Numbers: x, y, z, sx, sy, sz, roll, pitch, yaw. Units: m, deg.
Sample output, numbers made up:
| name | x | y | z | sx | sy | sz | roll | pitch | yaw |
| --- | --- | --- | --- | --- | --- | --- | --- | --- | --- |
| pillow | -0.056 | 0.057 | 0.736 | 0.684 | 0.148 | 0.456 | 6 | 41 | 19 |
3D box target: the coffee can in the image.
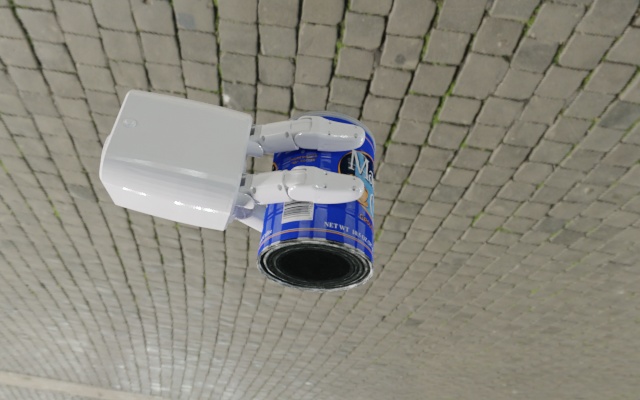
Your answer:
| name | x | y | z | sx | sy | sz | roll | pitch | yaw |
| --- | --- | --- | --- | --- | --- | --- | --- | --- | --- |
| coffee can | 0.000 | 0.001 | 0.451 | 0.103 | 0.140 | 0.103 | 3 | -33 | 2 |
